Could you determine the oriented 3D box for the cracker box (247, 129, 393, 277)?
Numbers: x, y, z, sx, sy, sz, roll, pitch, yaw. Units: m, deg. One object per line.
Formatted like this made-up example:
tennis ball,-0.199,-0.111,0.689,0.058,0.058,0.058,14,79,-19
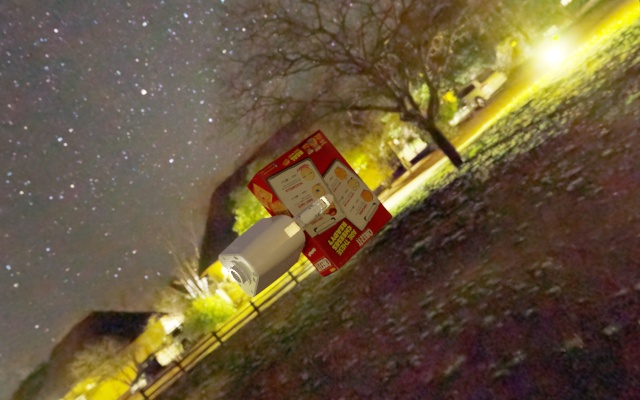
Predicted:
cracker box,0.000,0.003,0.860,0.164,0.213,0.072,-40,0,-32
